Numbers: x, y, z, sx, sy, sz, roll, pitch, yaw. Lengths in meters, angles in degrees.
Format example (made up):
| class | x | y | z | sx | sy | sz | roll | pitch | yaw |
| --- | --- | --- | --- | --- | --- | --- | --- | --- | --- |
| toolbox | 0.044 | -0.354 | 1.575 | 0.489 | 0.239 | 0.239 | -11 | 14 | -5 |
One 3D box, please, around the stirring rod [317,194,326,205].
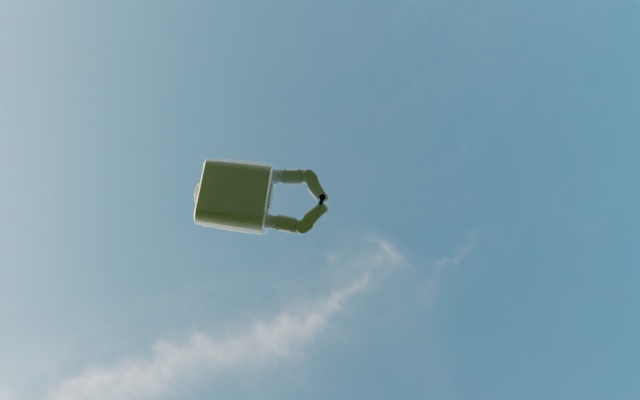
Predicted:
| class | x | y | z | sx | sy | sz | roll | pitch | yaw |
| --- | --- | --- | --- | --- | --- | --- | --- | --- | --- |
| stirring rod | 0.000 | 0.002 | 0.714 | 0.011 | 0.011 | 0.239 | 0 | -3 | -1 |
